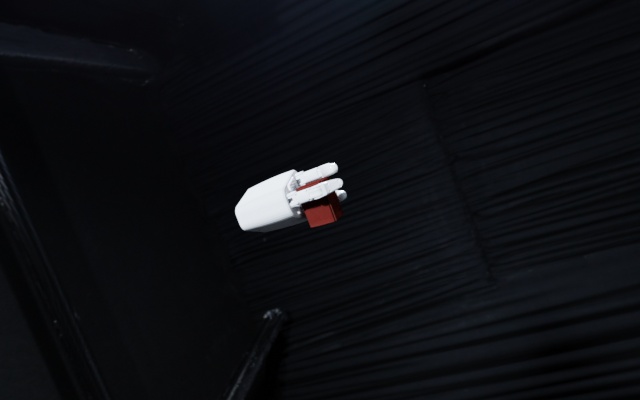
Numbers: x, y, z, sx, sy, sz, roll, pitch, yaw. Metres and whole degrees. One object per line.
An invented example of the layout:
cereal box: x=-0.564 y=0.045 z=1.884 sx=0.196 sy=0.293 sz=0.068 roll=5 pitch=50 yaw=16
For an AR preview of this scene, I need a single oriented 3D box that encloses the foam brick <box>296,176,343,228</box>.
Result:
foam brick: x=0.000 y=0.003 z=0.864 sx=0.051 sy=0.078 sz=0.053 roll=-19 pitch=5 yaw=21
